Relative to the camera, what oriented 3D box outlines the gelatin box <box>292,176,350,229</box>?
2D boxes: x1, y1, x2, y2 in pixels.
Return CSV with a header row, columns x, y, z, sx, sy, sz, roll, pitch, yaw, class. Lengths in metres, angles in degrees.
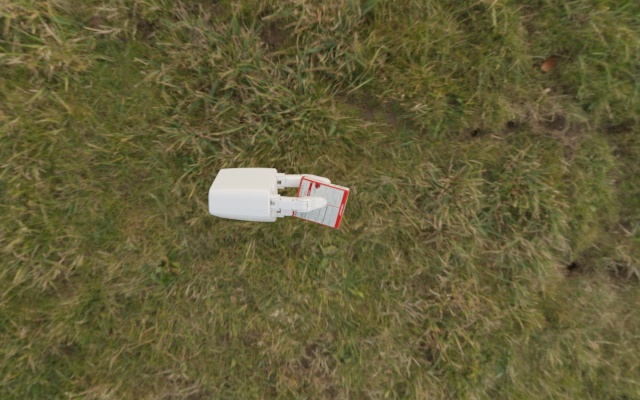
x,y,z,sx,sy,sz,roll,pitch,yaw,class
0.000,0.003,0.858,0.089,0.073,0.030,16,12,3,gelatin box
